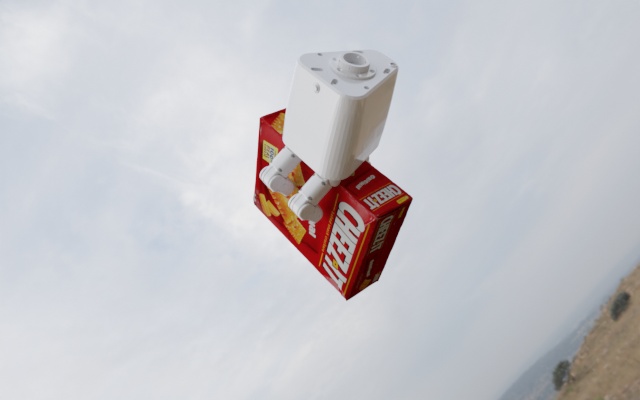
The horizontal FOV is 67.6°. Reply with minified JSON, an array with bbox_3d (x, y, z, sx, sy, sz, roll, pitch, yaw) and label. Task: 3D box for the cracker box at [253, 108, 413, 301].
[{"bbox_3d":[0.000,0.002,0.629,0.072,0.164,0.213,-27,56,-33],"label":"cracker box"}]
